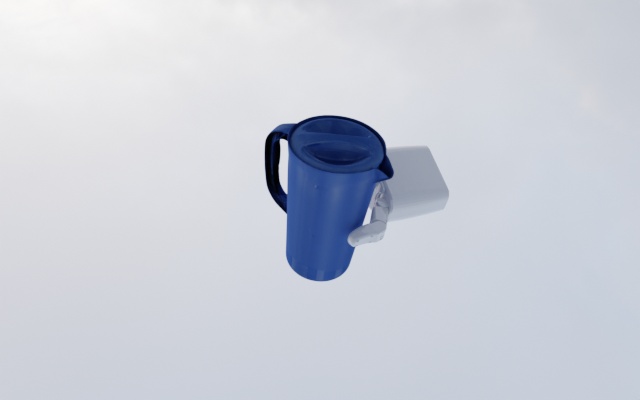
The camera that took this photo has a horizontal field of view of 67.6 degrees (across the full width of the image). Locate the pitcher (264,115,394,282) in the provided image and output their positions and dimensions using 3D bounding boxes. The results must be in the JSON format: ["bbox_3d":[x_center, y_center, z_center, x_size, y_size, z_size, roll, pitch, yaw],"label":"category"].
[{"bbox_3d":[0.000,0.002,0.710,0.145,0.243,0.149,-9,45,-19],"label":"pitcher"}]
